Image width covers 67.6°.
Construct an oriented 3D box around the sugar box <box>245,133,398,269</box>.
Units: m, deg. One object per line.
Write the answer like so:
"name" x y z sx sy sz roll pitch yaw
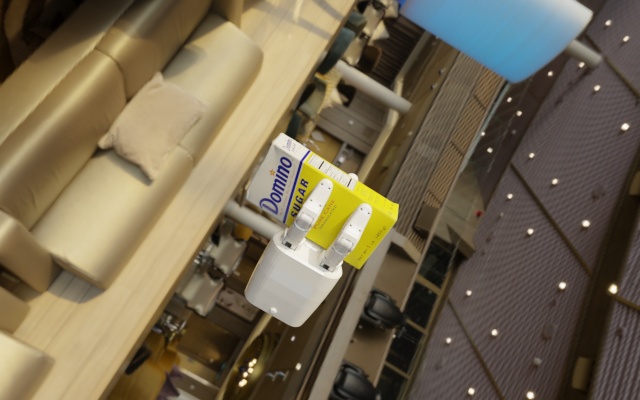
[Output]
"sugar box" 0.000 0.002 0.602 0.176 0.093 0.048 30 30 -4
